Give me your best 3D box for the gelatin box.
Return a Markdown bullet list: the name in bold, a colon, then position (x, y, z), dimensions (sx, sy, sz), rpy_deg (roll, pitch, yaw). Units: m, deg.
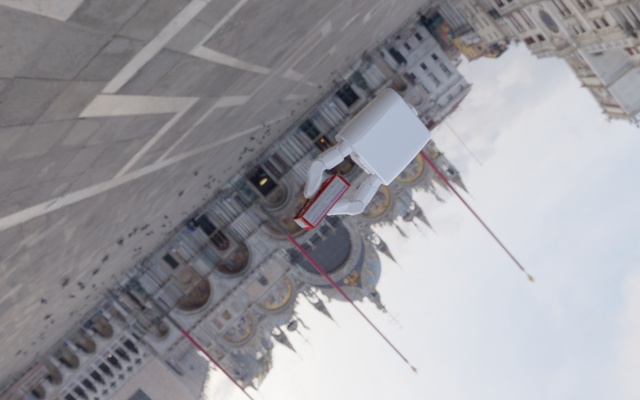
- **gelatin box**: position (0.000, 0.003, 0.735), dimensions (0.030, 0.089, 0.073), rpy_deg (41, -11, -7)
